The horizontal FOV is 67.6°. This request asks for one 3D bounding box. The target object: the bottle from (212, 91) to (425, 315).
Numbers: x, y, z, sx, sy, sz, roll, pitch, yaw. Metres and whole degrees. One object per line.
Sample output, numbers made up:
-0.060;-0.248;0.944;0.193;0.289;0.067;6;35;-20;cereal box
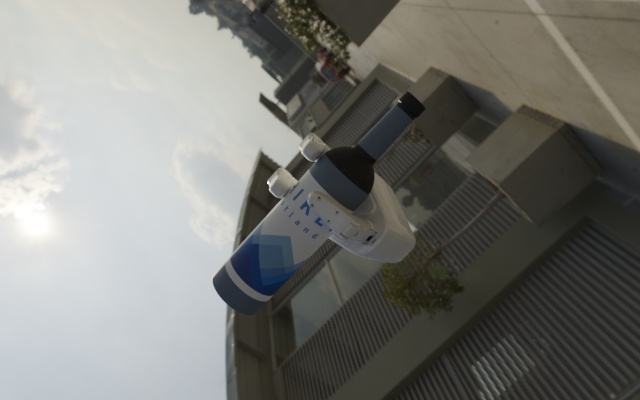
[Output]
0.000;0.002;0.520;0.069;0.296;0.069;41;12;-10;bottle
